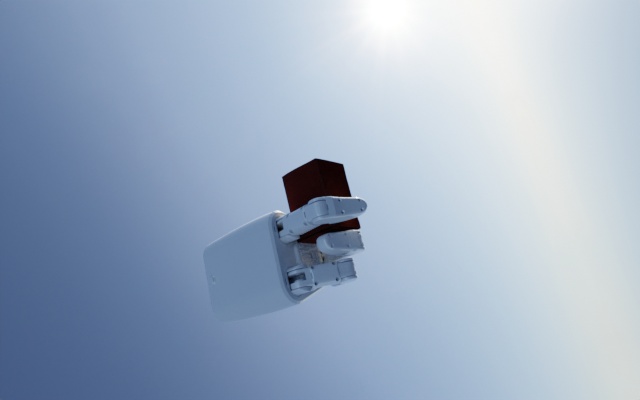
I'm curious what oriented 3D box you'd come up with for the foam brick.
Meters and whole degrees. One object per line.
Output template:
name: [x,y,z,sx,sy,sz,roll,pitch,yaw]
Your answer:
foam brick: [0.000,0.001,0.513,0.051,0.078,0.053,-25,-21,33]
